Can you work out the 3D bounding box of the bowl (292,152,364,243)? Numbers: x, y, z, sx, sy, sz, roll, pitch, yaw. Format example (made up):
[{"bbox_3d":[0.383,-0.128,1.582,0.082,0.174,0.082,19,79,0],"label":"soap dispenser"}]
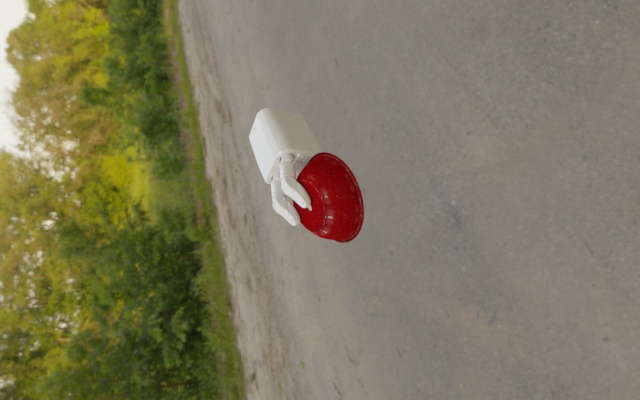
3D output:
[{"bbox_3d":[0.001,0.004,0.808,0.055,0.162,0.162,-19,11,-34],"label":"bowl"}]
